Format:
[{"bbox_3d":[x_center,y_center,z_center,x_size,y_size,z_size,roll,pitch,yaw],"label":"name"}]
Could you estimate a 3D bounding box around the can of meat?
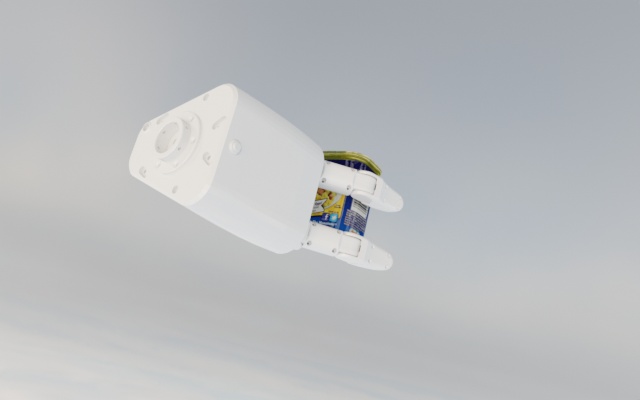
[{"bbox_3d":[0.000,0.002,0.462,0.102,0.084,0.057,4,-19,33],"label":"can of meat"}]
